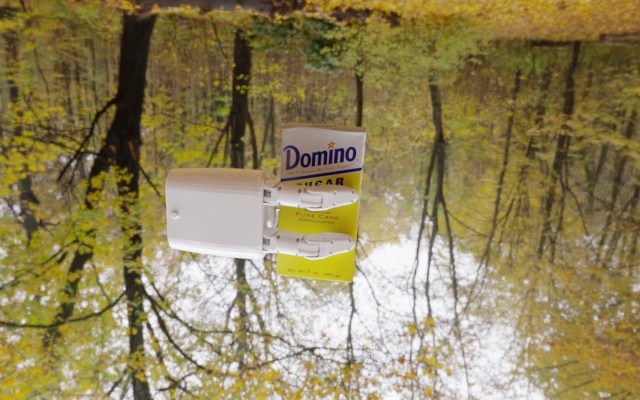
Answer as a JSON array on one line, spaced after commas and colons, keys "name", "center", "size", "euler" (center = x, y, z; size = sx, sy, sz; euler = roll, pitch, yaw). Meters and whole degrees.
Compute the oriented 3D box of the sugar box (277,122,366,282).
[{"name": "sugar box", "center": [0.000, 0.002, 0.551], "size": [0.093, 0.176, 0.048], "euler": [4, 17, 6]}]
